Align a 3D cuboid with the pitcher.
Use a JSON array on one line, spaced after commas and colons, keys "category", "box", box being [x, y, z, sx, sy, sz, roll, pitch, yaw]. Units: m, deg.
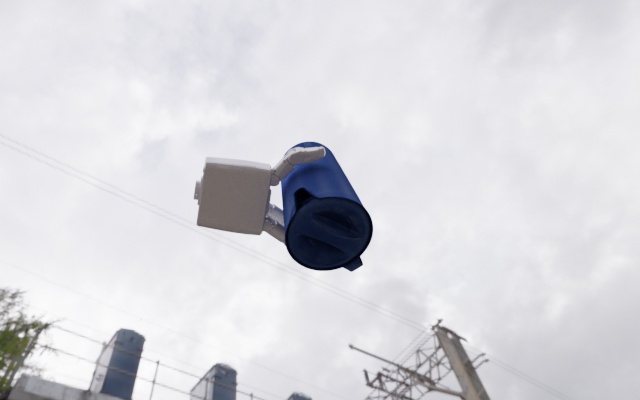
[{"category": "pitcher", "box": [0.000, 0.003, 0.805, 0.145, 0.149, 0.242, 6, 29, -14]}]
